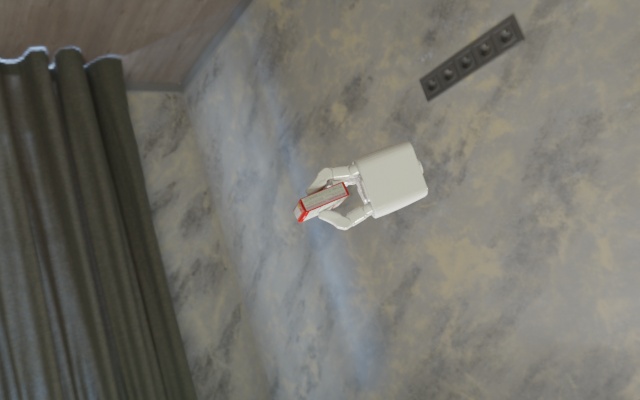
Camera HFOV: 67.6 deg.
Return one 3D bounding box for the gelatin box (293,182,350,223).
[{"bbox_3d":[0.000,0.003,0.856,0.089,0.030,0.073,-23,-10,-18],"label":"gelatin box"}]
